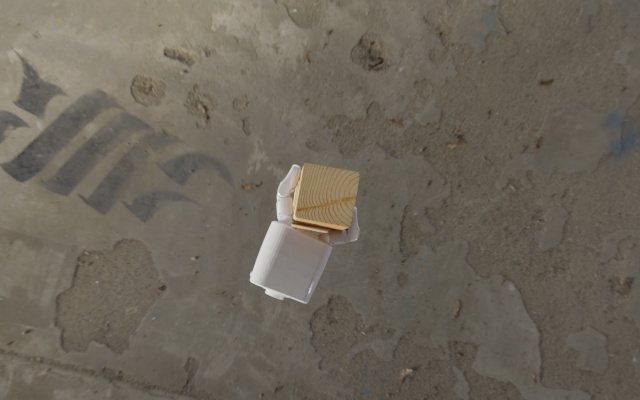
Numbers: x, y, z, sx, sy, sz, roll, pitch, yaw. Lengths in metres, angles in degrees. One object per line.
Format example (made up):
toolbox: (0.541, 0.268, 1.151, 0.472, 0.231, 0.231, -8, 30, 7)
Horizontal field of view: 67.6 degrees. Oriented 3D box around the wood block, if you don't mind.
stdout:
wood block: (0.000, 0.003, 0.833, 0.091, 0.090, 0.206, 11, -7, -5)
